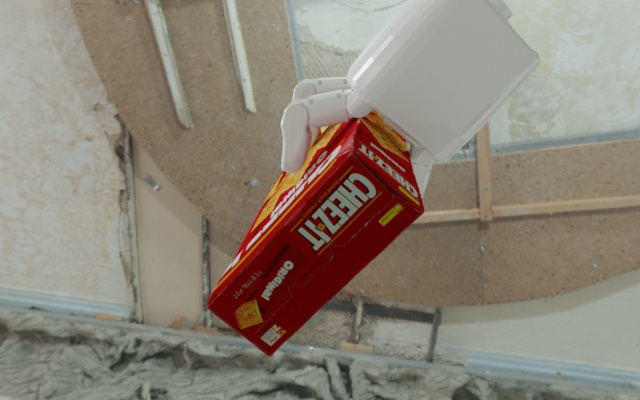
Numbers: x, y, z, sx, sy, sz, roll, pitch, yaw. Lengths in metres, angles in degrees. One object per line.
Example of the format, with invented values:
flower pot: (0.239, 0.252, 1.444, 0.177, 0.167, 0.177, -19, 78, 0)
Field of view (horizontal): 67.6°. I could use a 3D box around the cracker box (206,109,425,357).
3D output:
cracker box: (0.000, 0.001, 0.417, 0.072, 0.164, 0.213, 39, 21, -10)
